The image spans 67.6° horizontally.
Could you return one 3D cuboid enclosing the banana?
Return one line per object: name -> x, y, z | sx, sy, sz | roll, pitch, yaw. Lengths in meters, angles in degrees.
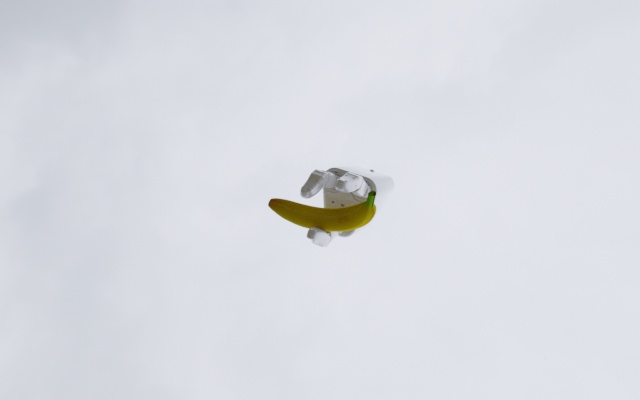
banana -> 0.009, 0.018, 0.737 | 0.198, 0.070, 0.037 | -5, 27, 33
